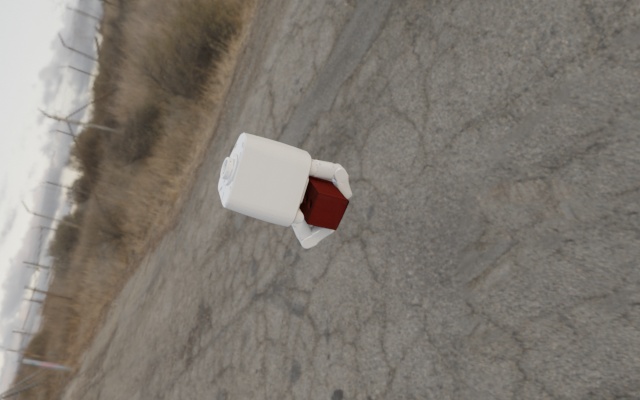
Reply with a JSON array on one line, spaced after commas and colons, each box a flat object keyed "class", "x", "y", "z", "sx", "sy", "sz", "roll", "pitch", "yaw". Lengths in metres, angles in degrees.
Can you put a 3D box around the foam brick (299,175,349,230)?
[{"class": "foam brick", "x": 0.000, "y": 0.002, "z": 0.731, "sx": 0.051, "sy": 0.053, "sz": 0.078, "roll": 14, "pitch": 19, "yaw": -24}]
